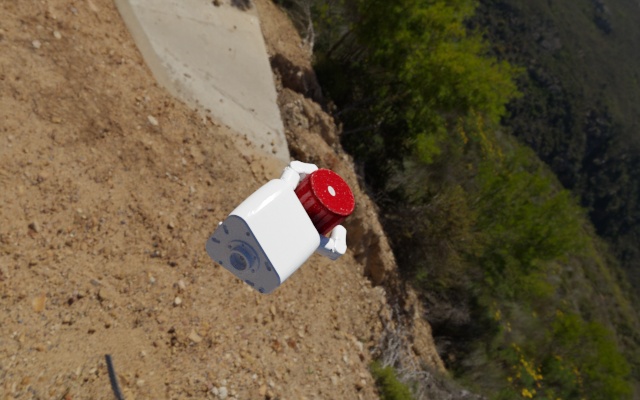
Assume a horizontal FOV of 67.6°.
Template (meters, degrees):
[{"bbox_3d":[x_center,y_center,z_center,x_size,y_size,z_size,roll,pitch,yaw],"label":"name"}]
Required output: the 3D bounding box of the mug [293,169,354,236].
[{"bbox_3d":[0.001,0.002,0.706,0.081,0.093,0.117,-41,3,38],"label":"mug"}]
